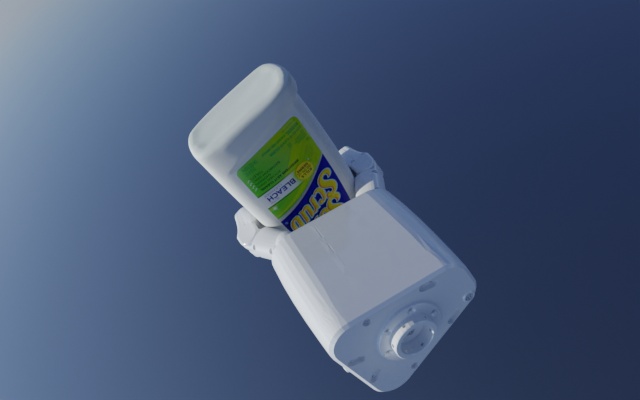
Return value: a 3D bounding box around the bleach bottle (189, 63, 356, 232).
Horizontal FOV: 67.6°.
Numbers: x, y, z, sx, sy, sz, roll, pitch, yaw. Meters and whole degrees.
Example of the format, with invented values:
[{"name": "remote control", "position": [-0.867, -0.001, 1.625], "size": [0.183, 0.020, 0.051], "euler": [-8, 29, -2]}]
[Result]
[{"name": "bleach bottle", "position": [0.000, 0.001, 0.445], "size": [0.251, 0.102, 0.068], "euler": [47, 1, -37]}]
